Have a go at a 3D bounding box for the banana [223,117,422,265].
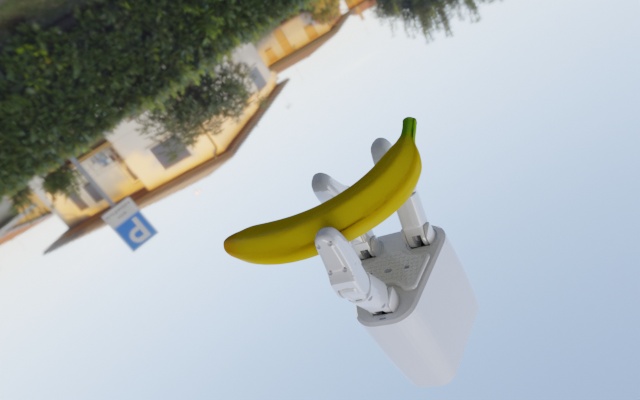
[{"bbox_3d":[0.007,0.010,0.387,0.198,0.037,0.069,-32,35,8],"label":"banana"}]
